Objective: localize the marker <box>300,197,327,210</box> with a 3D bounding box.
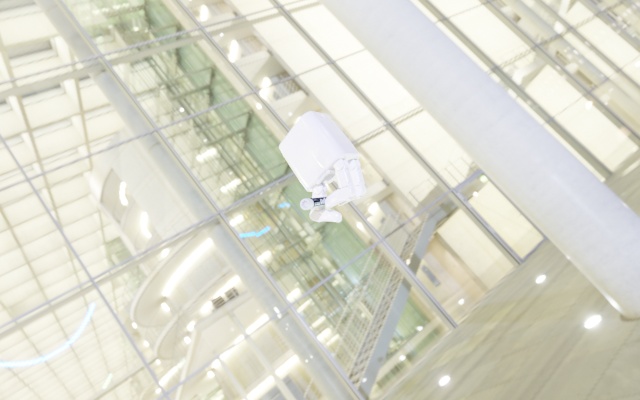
[{"bbox_3d":[0.000,0.003,0.850,0.020,0.020,0.121,0,4,26],"label":"marker"}]
